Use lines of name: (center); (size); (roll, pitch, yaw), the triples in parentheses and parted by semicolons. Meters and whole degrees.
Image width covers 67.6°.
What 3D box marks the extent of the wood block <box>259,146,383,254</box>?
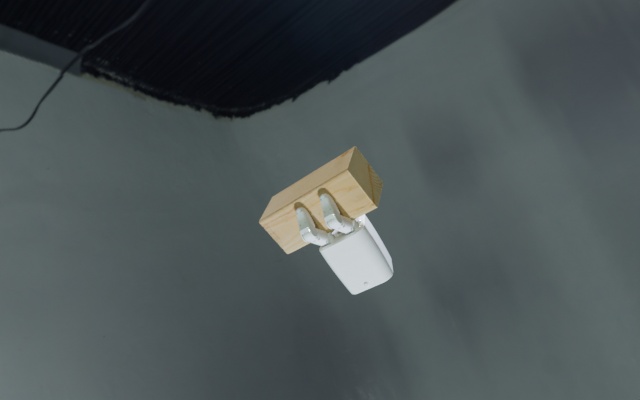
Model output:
wood block: (0.001, 0.003, 0.870); (0.206, 0.090, 0.090); (-30, 20, 28)
